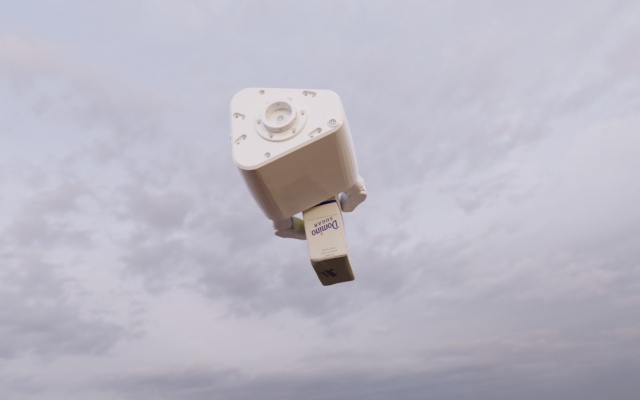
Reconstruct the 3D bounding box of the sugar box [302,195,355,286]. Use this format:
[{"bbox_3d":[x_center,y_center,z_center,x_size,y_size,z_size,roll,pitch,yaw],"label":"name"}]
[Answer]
[{"bbox_3d":[0.000,0.002,0.558,0.048,0.176,0.093,-11,-27,5],"label":"sugar box"}]
